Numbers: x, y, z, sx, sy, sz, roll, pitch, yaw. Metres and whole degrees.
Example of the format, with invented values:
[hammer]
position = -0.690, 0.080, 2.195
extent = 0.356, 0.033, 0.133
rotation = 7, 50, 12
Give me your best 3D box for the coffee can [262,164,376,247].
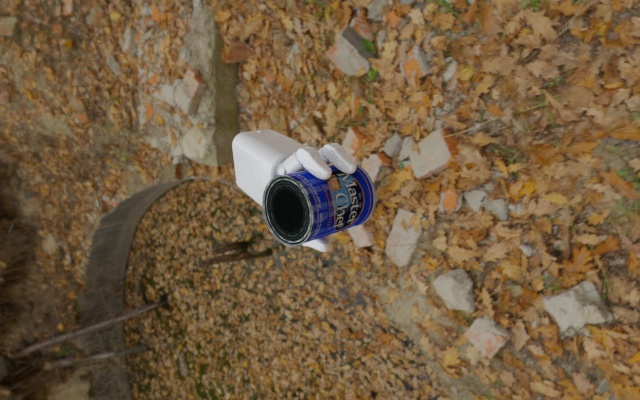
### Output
[coffee can]
position = 0.000, 0.002, 0.707
extent = 0.103, 0.103, 0.140
rotation = 0, 10, 44
